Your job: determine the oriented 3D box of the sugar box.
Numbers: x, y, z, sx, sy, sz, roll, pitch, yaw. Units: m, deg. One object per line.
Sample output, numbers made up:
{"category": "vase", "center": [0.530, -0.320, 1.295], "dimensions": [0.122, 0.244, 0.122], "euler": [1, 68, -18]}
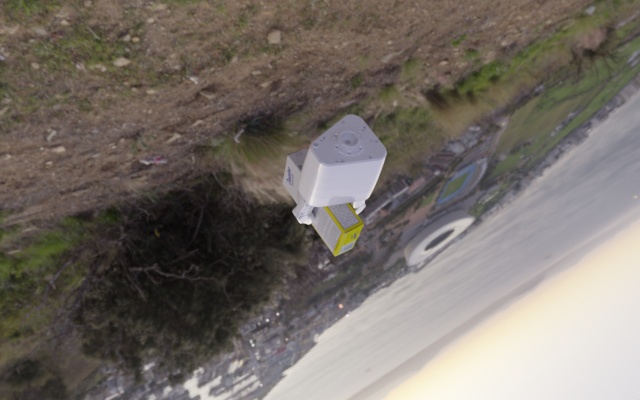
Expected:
{"category": "sugar box", "center": [0.001, 0.003, 0.829], "dimensions": [0.048, 0.176, 0.093], "euler": [-23, -24, -24]}
